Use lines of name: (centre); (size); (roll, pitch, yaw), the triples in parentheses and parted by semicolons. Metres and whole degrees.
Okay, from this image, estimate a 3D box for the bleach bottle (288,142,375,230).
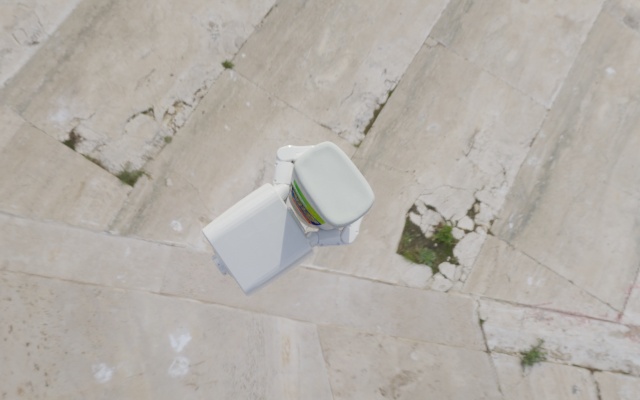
bleach bottle: (0.000, 0.002, 0.660); (0.068, 0.102, 0.251); (-35, -5, -12)
